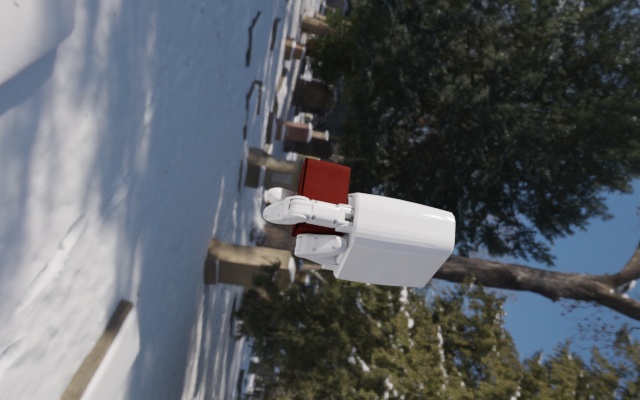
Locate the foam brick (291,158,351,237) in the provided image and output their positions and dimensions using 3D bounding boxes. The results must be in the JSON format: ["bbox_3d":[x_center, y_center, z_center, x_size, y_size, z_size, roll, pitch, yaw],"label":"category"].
[{"bbox_3d":[0.000,0.001,0.524,0.051,0.078,0.053,9,-18,-5],"label":"foam brick"}]
